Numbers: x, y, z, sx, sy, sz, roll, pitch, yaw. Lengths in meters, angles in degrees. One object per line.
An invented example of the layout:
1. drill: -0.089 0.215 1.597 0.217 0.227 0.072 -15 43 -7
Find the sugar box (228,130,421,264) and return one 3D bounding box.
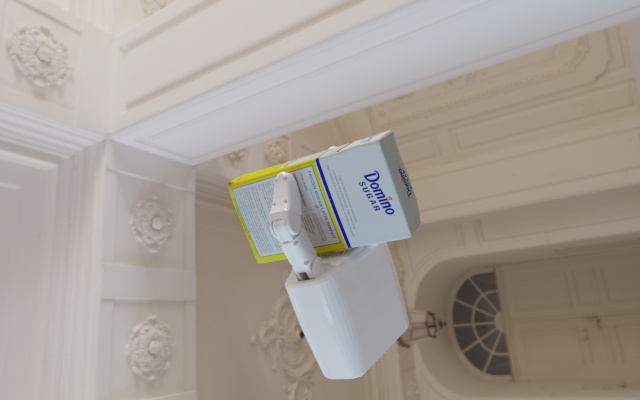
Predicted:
1. sugar box: 0.000 0.001 0.464 0.176 0.093 0.048 -13 14 29
